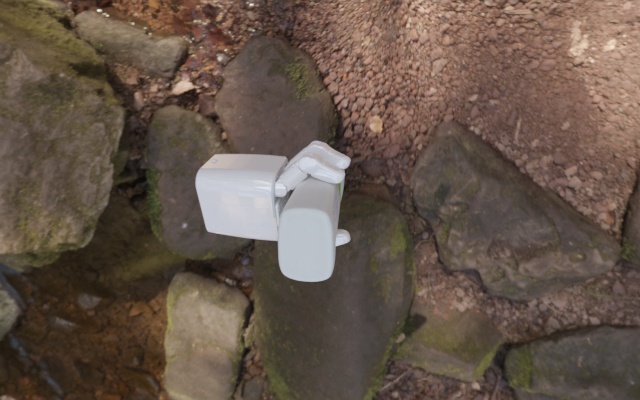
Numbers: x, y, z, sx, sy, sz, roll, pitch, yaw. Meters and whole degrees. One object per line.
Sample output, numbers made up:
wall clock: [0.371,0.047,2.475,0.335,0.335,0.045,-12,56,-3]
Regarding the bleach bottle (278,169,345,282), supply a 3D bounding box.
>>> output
bleach bottle: [0.000,0.002,0.665,0.068,0.103,0.250,4,24,7]
